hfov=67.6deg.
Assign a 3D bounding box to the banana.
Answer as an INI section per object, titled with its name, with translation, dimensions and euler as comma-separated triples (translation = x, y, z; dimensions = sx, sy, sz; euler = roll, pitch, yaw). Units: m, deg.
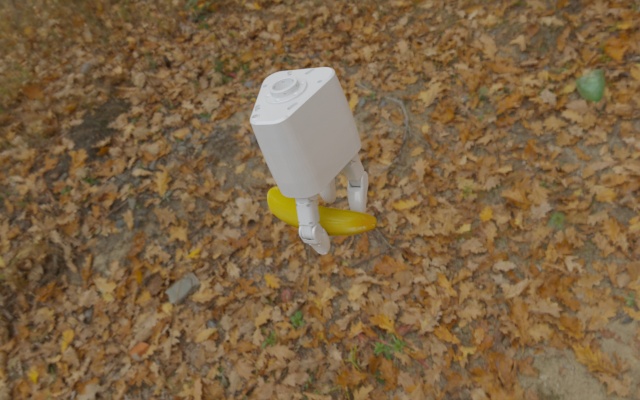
[banana]
translation = -0.015, 0.012, 0.638
dimensions = 0.069, 0.037, 0.197
euler = -38, 39, -24
